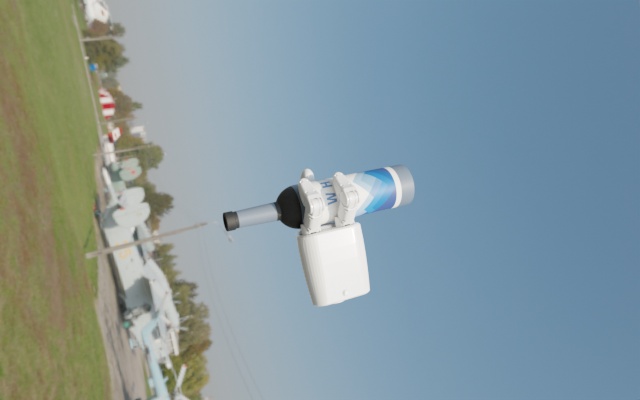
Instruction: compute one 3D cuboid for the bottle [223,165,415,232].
[{"bbox_3d":[0.000,0.002,0.724,0.295,0.069,0.069,-12,4,-21],"label":"bottle"}]
